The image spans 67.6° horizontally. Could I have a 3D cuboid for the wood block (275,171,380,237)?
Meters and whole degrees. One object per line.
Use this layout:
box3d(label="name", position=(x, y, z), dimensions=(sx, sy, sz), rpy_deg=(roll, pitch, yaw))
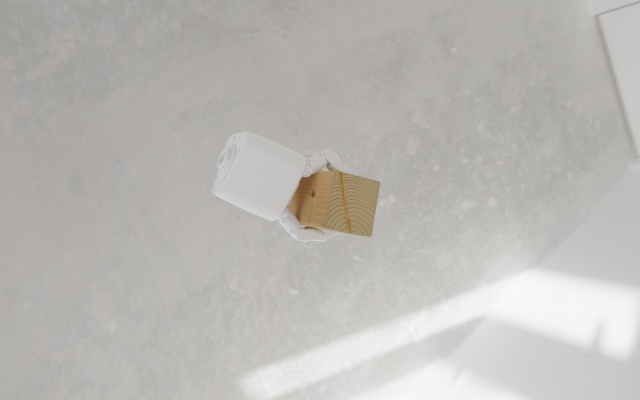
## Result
box3d(label="wood block", position=(0.000, 0.003, 0.816), dimensions=(0.090, 0.091, 0.206), rpy_deg=(12, -4, -29))
